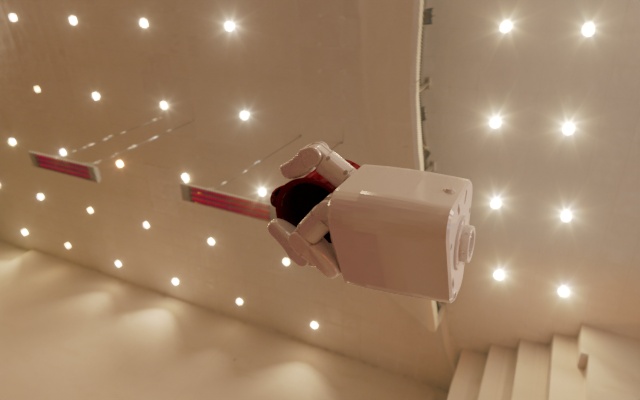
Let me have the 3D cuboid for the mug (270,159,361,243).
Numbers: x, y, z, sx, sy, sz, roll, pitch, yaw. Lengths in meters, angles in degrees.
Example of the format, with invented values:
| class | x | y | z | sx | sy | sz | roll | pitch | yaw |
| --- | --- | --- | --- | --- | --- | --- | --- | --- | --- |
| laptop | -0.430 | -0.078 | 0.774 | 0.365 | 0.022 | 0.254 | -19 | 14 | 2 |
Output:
| class | x | y | z | sx | sy | sz | roll | pitch | yaw |
| --- | --- | --- | --- | --- | --- | --- | --- | --- | --- |
| mug | -0.001 | 0.002 | 0.537 | 0.117 | 0.093 | 0.081 | 10 | 29 | 27 |
